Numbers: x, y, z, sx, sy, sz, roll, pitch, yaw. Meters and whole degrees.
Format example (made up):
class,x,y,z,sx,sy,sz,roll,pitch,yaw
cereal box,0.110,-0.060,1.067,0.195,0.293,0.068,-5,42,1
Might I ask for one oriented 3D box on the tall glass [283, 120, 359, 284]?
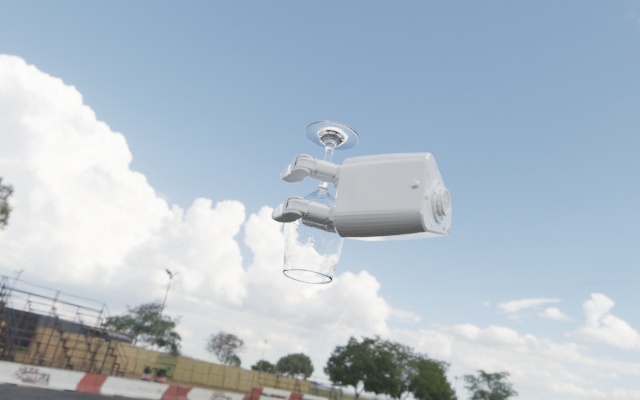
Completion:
class,x,y,z,sx,sy,sz,roll,pitch,yaw
tall glass,0.000,0.001,0.614,0.079,0.201,0.079,9,-22,4
